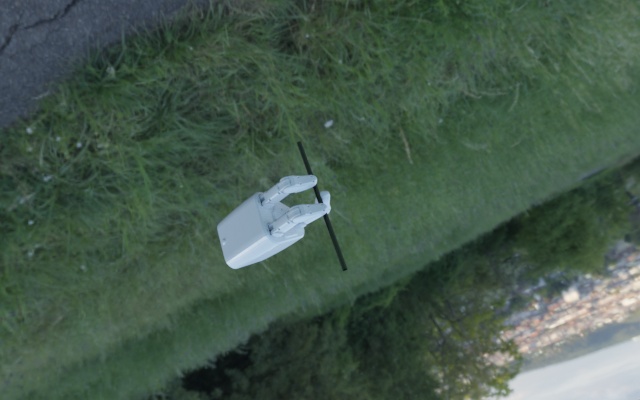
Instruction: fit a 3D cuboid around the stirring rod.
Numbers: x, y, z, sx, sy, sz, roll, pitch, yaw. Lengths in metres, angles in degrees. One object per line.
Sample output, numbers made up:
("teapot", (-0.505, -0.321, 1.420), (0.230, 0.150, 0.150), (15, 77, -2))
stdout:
("stirring rod", (0.000, 0.002, 0.772), (0.011, 0.239, 0.011), (-16, -25, -8))
